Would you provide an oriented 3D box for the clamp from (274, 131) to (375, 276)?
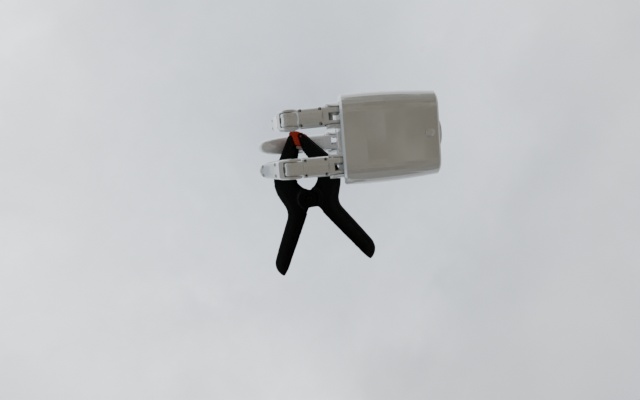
[{"bbox_3d":[0.000,0.002,0.565,0.120,0.171,0.039,-4,6,2],"label":"clamp"}]
